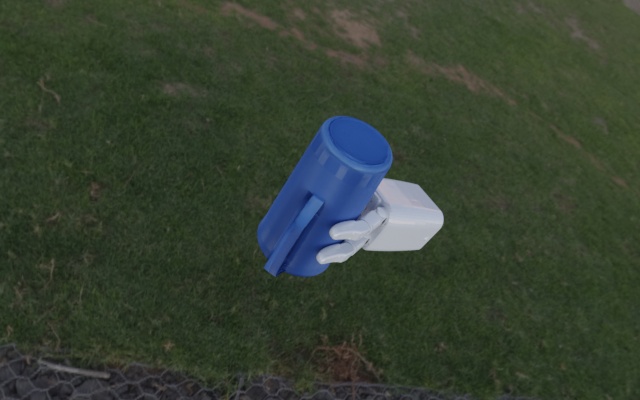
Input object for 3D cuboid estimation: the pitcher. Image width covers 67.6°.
[{"bbox_3d":[0.000,0.002,0.705,0.145,0.149,0.243,5,-42,-27],"label":"pitcher"}]
